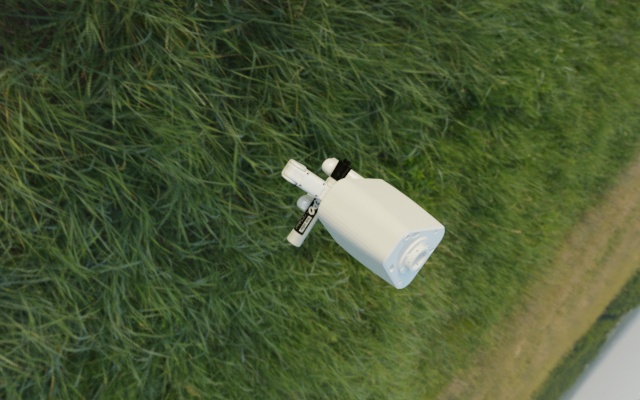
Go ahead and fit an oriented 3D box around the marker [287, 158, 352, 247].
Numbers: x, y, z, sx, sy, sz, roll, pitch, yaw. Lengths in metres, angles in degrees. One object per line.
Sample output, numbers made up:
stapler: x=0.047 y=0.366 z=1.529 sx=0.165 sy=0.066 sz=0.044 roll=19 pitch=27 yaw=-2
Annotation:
marker: x=0.000 y=0.002 z=0.575 sx=0.020 sy=0.121 sz=0.020 roll=33 pitch=7 yaw=-5
